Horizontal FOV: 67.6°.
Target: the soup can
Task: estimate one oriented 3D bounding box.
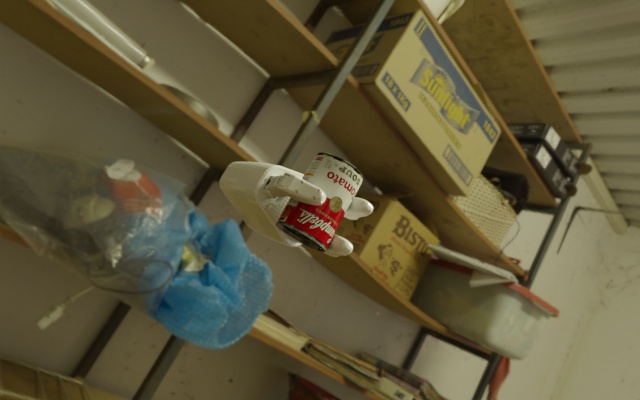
[{"bbox_3d":[0.000,0.002,0.579,0.068,0.102,0.068,28,-14,7],"label":"soup can"}]
